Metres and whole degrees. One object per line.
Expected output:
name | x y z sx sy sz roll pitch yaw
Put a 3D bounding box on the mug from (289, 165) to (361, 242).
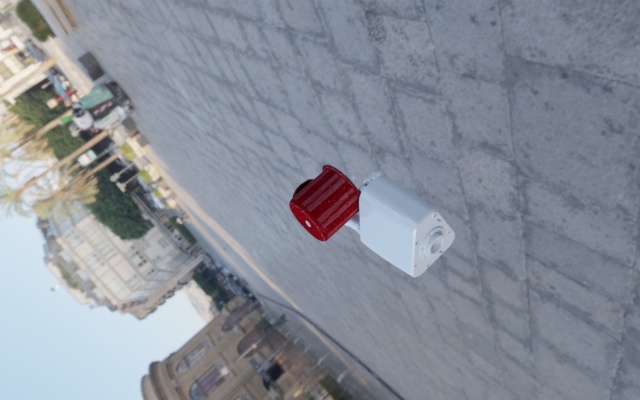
mug | -0.001 0.002 0.726 0.117 0.081 0.093 34 -21 43
